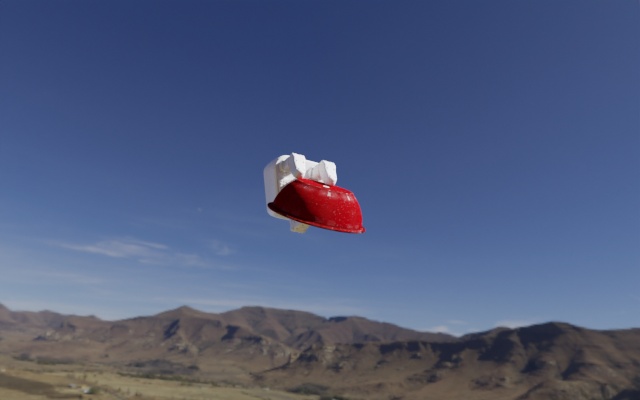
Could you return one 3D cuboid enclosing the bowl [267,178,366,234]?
[{"bbox_3d":[0.001,0.002,0.757,0.162,0.055,0.162,15,7,-2],"label":"bowl"}]
